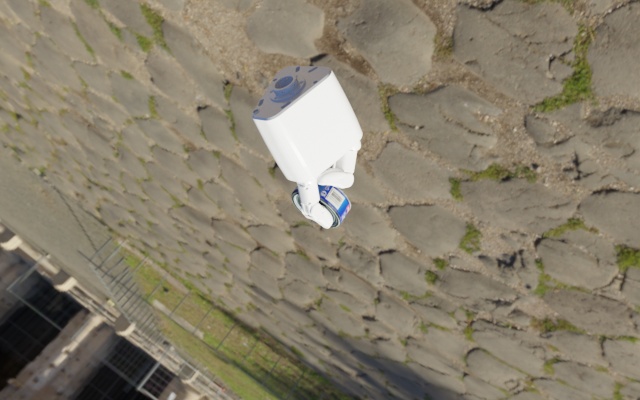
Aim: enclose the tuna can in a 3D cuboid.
[{"bbox_3d":[0.000,0.003,0.706,0.086,0.033,0.086,27,-25,14],"label":"tuna can"}]
